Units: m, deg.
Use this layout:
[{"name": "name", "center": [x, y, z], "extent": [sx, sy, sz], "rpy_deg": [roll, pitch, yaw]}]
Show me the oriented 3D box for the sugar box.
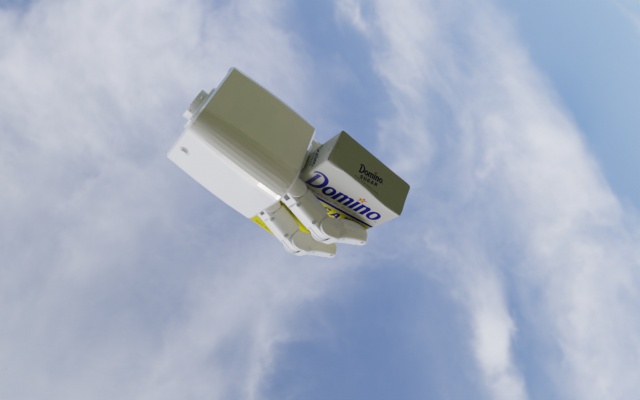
[{"name": "sugar box", "center": [0.000, 0.002, 0.510], "extent": [0.093, 0.048, 0.176], "rpy_deg": [37, -33, -18]}]
